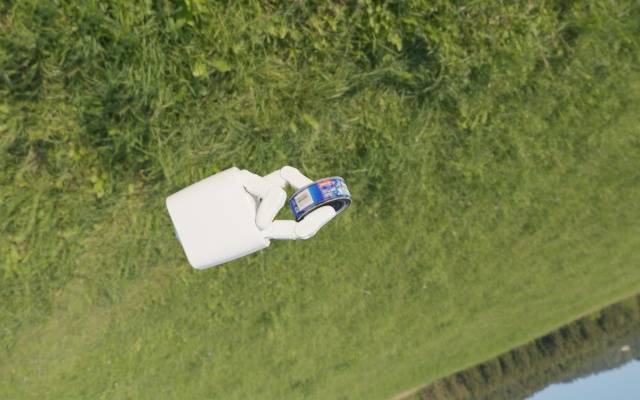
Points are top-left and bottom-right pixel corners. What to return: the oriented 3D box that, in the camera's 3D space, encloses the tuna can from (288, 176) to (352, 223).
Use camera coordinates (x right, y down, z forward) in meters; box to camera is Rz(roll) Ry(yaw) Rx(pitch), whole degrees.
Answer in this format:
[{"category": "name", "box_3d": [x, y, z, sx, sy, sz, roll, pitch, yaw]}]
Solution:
[{"category": "tuna can", "box_3d": [0.000, 0.003, 0.674, 0.086, 0.033, 0.086, -21, -19, -7]}]
